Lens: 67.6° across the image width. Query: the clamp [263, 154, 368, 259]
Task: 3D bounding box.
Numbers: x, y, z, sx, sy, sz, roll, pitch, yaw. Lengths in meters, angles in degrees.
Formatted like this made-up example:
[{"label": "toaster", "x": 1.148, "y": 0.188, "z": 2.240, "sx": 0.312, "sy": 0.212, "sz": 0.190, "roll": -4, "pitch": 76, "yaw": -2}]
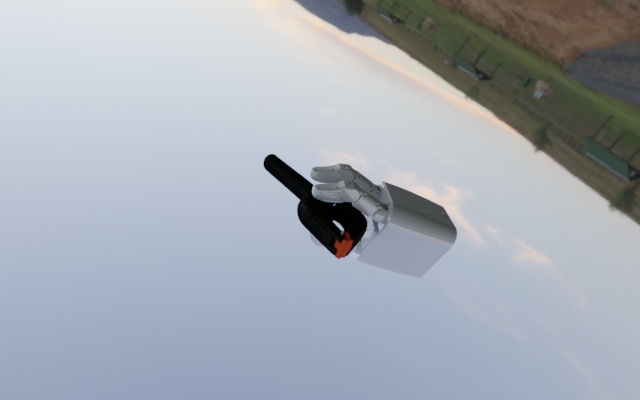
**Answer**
[{"label": "clamp", "x": 0.000, "y": 0.003, "z": 0.640, "sx": 0.164, "sy": 0.036, "sz": 0.210, "roll": 17, "pitch": 26, "yaw": -13}]
